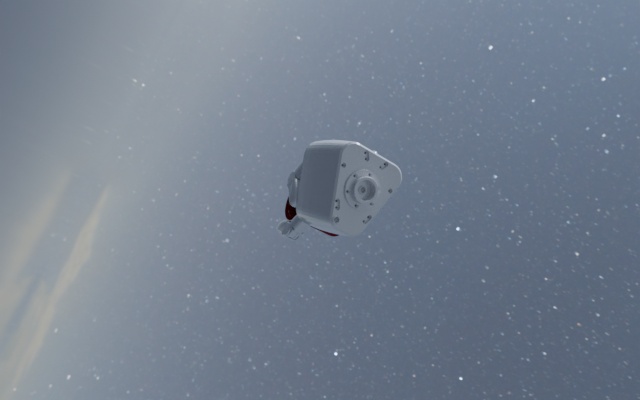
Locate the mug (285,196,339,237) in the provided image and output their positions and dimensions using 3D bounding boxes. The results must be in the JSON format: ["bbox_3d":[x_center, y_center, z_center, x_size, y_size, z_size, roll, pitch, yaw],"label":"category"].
[{"bbox_3d":[0.000,0.002,0.735,0.081,0.093,0.117,27,-6,-22],"label":"mug"}]
